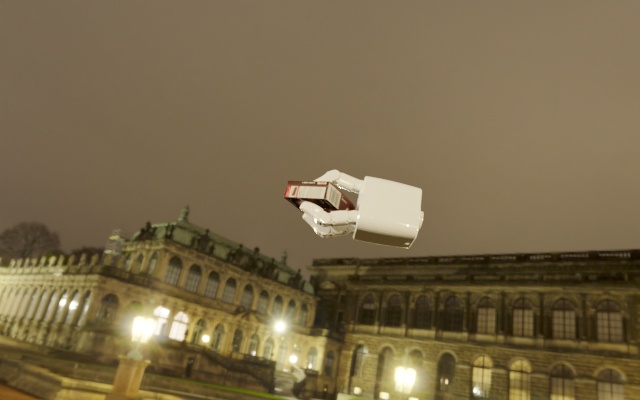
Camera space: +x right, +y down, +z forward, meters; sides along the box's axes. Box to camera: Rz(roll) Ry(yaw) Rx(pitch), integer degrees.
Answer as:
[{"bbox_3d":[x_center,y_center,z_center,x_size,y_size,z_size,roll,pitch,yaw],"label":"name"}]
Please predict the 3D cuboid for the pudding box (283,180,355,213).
[{"bbox_3d":[0.000,0.003,0.870,0.090,0.039,0.113,2,-25,30],"label":"pudding box"}]
